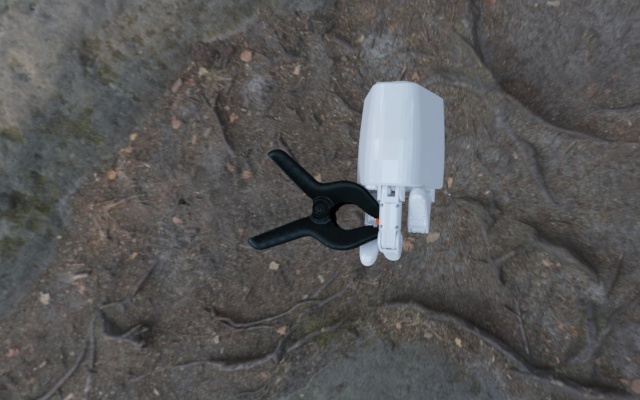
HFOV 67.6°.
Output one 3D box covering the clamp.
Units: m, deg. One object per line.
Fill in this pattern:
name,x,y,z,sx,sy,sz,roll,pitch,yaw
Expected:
clamp,0.000,0.002,0.547,0.171,0.120,0.039,3,1,15
